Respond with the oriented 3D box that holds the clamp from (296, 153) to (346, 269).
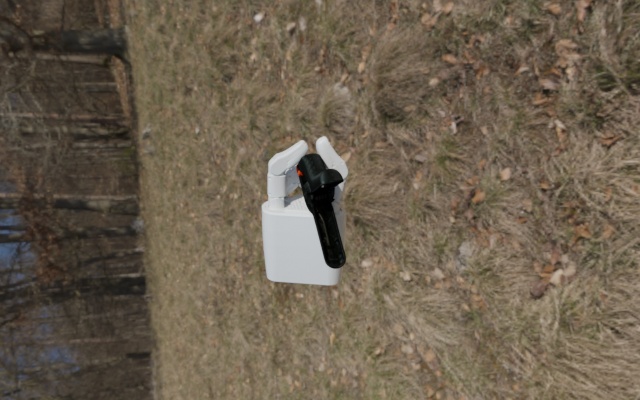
[{"bbox_3d":[-0.001,0.002,0.581,0.039,0.120,0.171,-2,19,-10],"label":"clamp"}]
